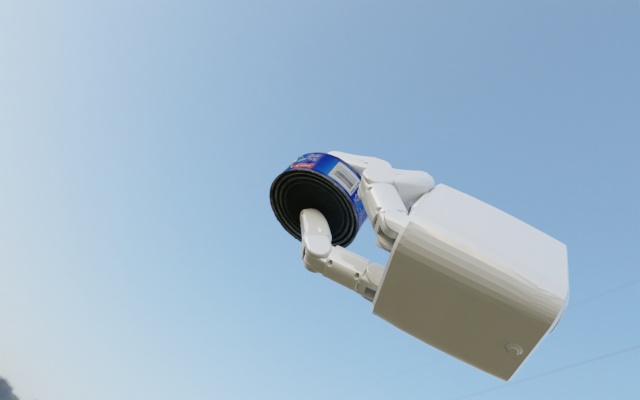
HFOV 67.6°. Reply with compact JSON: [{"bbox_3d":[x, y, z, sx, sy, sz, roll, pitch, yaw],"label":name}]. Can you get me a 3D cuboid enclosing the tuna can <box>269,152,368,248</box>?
[{"bbox_3d":[0.000,0.001,0.420,0.086,0.086,0.033,0,34,34],"label":"tuna can"}]
